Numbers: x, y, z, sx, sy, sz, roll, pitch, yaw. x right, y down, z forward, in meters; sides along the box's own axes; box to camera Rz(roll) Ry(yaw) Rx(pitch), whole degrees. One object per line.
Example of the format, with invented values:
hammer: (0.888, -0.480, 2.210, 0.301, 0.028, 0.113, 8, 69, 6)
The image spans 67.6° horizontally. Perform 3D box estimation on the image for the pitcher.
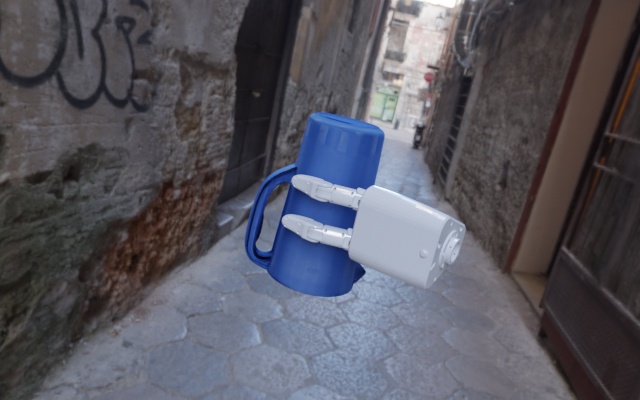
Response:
pitcher: (0.000, 0.002, 0.679, 0.145, 0.243, 0.149, 22, 17, 31)
